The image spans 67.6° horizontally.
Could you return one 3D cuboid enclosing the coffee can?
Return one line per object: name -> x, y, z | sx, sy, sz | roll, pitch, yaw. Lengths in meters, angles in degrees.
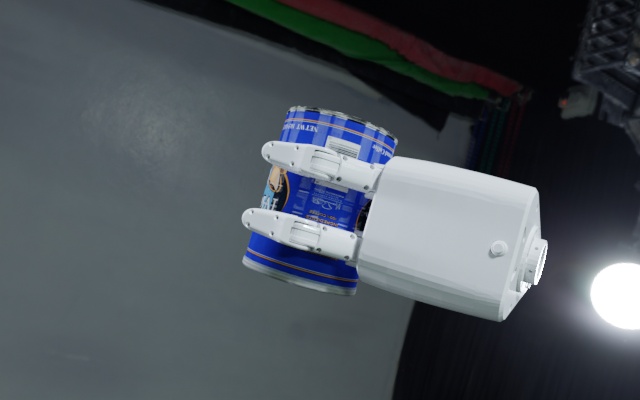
coffee can -> 0.000, 0.002, 0.423 | 0.103, 0.140, 0.103 | 16, -3, 1
